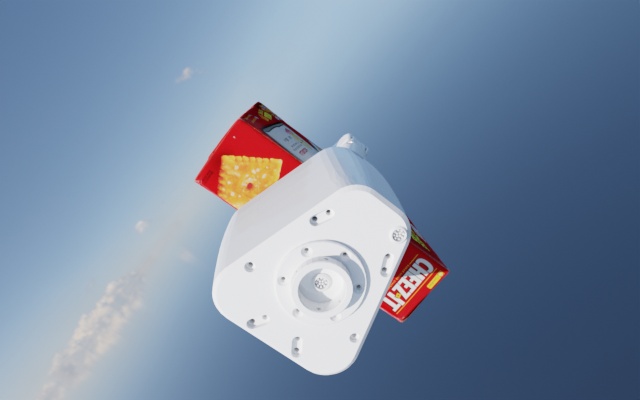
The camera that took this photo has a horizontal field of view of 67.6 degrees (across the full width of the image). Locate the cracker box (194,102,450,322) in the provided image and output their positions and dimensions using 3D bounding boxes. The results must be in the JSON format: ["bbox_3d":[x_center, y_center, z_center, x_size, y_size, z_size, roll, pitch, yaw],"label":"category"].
[{"bbox_3d":[0.000,0.001,0.457,0.214,0.072,0.164,36,11,-12],"label":"cracker box"}]
